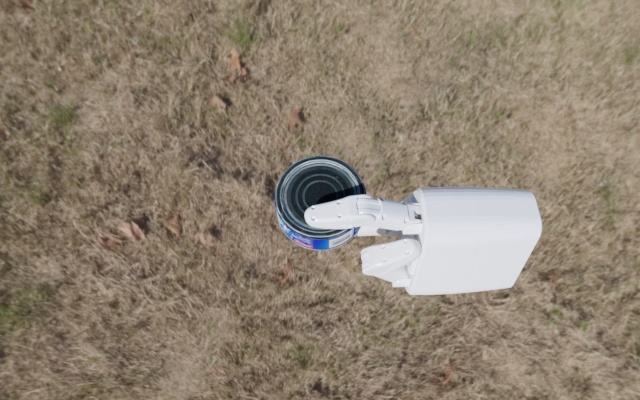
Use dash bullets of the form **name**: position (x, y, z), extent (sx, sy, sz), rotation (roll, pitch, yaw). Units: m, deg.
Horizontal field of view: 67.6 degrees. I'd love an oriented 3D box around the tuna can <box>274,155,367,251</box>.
- **tuna can**: position (0.000, 0.001, 0.447), extent (0.086, 0.086, 0.034), rotation (0, -24, 1)
